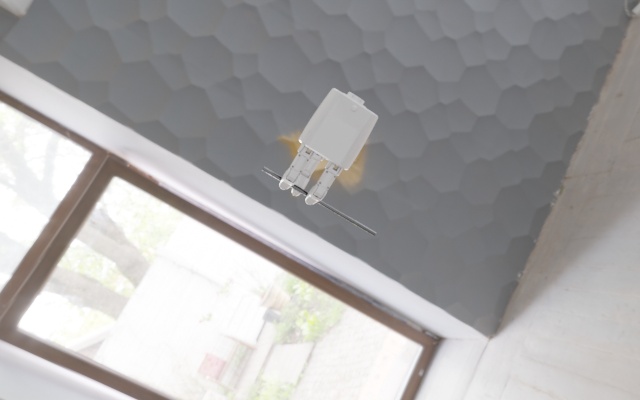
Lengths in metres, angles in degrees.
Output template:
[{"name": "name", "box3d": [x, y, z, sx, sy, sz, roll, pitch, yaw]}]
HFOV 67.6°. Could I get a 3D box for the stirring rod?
[{"name": "stirring rod", "box3d": [0.000, 0.003, 0.868, 0.239, 0.011, 0.011, 30, -6, -11]}]
